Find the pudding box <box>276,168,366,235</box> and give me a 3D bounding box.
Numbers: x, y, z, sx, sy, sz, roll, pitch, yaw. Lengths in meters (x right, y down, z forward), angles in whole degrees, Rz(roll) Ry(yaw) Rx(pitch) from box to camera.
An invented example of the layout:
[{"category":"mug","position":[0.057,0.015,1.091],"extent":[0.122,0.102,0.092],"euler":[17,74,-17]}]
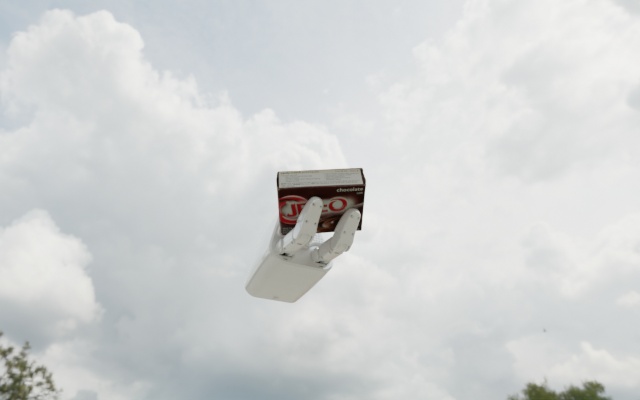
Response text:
[{"category":"pudding box","position":[0.000,0.002,0.627],"extent":[0.113,0.039,0.090],"euler":[-5,-42,-4]}]
